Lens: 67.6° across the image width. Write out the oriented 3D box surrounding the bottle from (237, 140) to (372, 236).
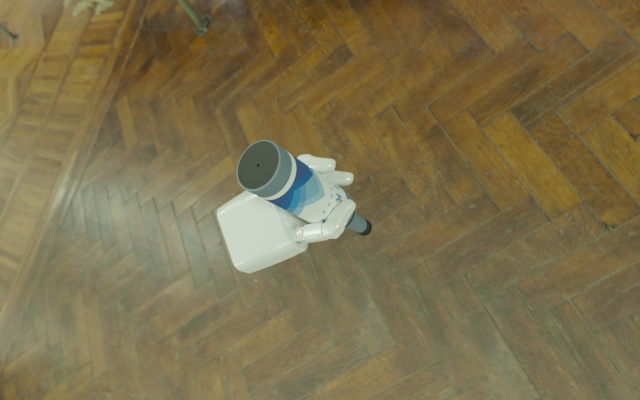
[{"bbox_3d":[0.000,0.002,0.688,0.069,0.069,0.296,0,-18,32],"label":"bottle"}]
